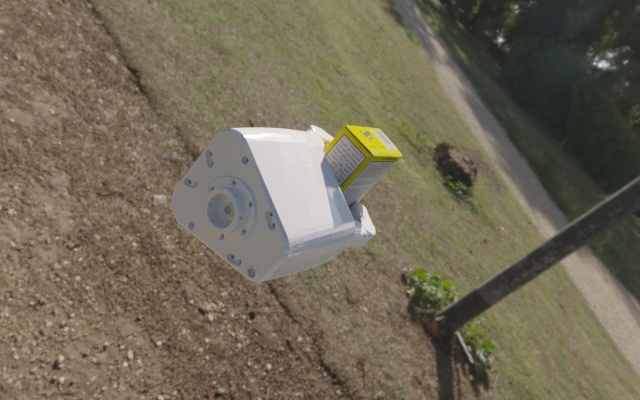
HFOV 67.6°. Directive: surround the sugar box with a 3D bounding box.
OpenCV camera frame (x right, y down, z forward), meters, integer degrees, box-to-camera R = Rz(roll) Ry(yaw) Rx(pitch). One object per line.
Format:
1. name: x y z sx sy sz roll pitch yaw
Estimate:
1. sugar box: 0.000 0.001 0.493 0.176 0.048 0.093 -45 -15 23
